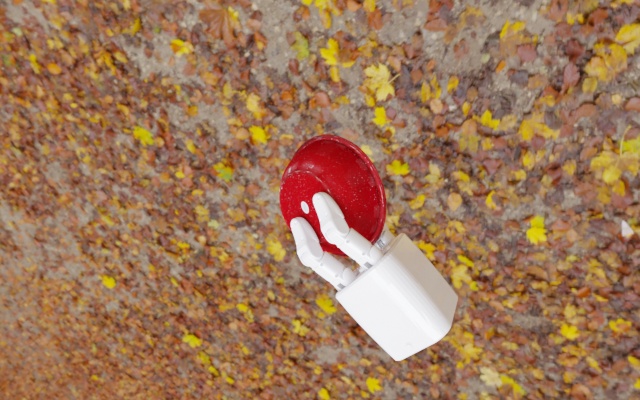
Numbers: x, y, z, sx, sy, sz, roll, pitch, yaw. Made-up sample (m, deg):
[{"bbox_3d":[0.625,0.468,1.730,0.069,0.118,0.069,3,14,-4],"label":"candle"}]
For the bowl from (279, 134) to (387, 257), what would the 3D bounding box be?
[{"bbox_3d":[-0.001,0.001,0.594,0.162,0.162,0.055,0,15,42],"label":"bowl"}]
